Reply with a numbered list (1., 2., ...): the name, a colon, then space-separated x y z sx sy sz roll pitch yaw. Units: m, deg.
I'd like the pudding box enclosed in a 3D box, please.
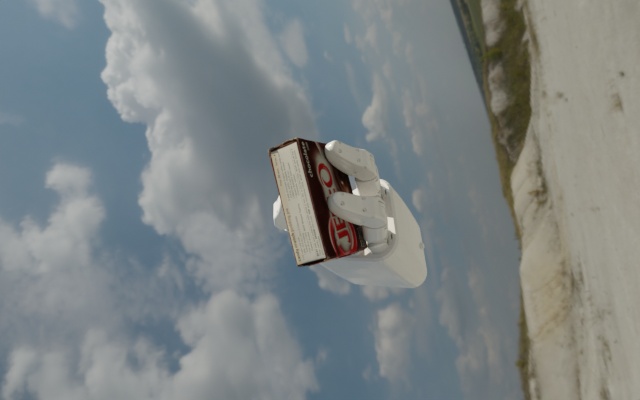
1. pudding box: 0.000 0.002 0.455 0.039 0.113 0.090 -20 -8 25
